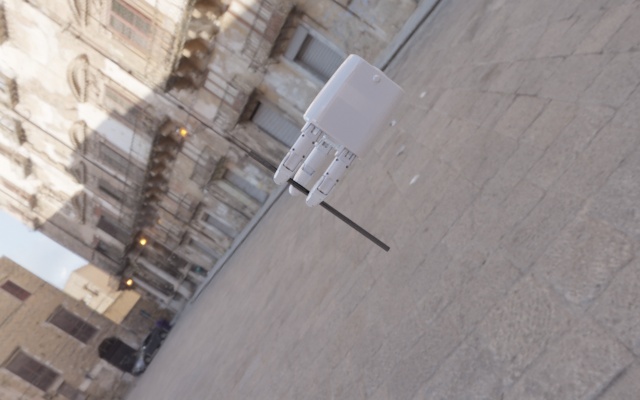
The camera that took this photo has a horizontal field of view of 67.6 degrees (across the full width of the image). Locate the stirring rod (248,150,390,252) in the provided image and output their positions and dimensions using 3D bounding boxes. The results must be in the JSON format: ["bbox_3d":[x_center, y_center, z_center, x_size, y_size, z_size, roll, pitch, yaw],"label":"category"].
[{"bbox_3d":[0.000,0.002,0.674,0.239,0.011,0.011,35,-5,-7],"label":"stirring rod"}]
